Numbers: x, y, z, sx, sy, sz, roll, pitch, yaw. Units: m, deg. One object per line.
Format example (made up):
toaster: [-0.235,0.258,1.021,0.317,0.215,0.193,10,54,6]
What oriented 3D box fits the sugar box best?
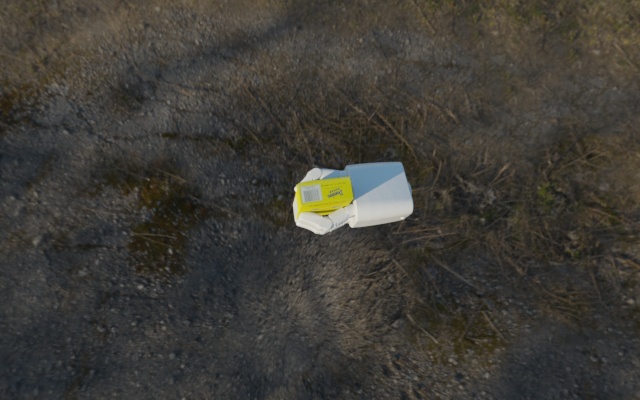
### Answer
sugar box: [0.000,0.003,0.873,0.093,0.048,0.176,-7,-14,-6]
